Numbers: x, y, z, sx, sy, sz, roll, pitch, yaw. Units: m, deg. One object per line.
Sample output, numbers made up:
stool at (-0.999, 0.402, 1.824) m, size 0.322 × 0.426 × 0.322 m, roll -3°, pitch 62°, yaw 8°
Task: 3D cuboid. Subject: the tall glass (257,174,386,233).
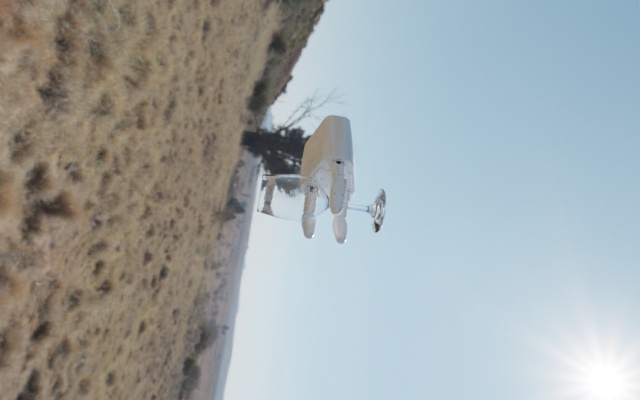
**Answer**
tall glass at (0.001, 0.003, 0.779) m, size 0.201 × 0.079 × 0.079 m, roll 8°, pitch -1°, yaw -8°
